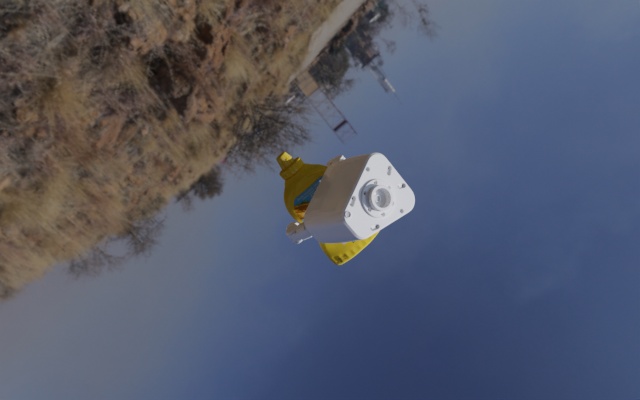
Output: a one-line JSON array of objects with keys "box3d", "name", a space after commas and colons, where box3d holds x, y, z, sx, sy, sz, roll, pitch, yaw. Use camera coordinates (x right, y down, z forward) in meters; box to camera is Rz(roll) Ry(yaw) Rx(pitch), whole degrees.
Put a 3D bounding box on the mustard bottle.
[{"box3d": [0.000, 0.003, 0.740, 0.096, 0.192, 0.058, -41, 14, 0], "name": "mustard bottle"}]
